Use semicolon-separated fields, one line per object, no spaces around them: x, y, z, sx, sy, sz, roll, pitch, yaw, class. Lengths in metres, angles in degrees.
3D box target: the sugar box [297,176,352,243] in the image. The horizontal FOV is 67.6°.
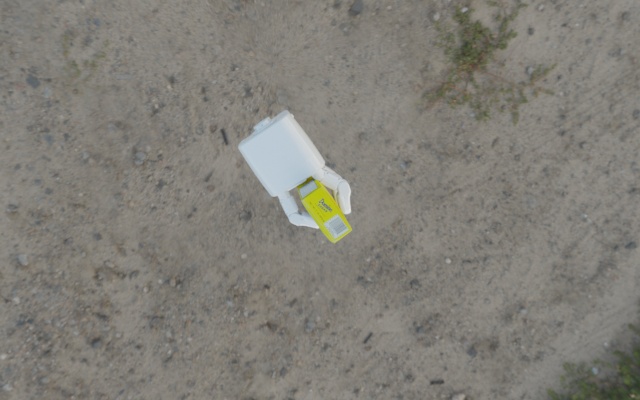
0.001;0.002;0.839;0.048;0.093;0.176;-34;16;4;sugar box
